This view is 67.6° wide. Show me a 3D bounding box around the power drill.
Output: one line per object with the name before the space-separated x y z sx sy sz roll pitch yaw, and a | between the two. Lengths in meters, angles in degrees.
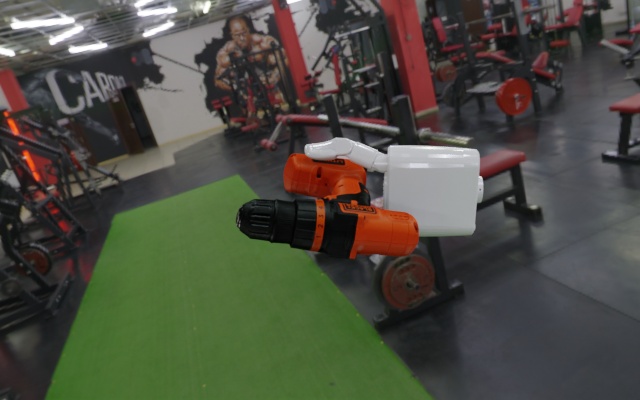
power drill | 0.000 0.002 0.541 0.184 0.057 0.187 8 22 -11
